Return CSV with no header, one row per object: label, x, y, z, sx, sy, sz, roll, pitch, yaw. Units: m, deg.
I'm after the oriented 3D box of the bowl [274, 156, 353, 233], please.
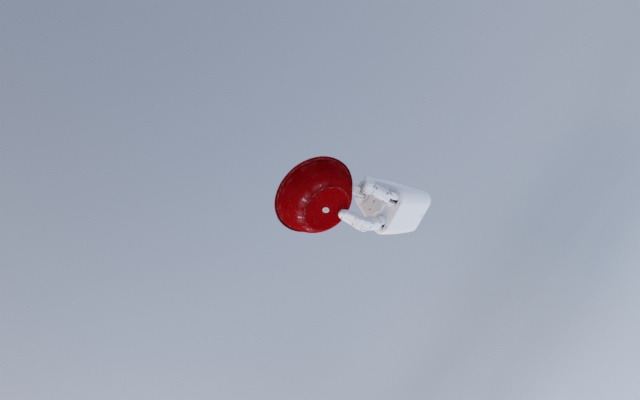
bowl,-0.001,0.003,0.871,0.162,0.162,0.055,0,30,-30
